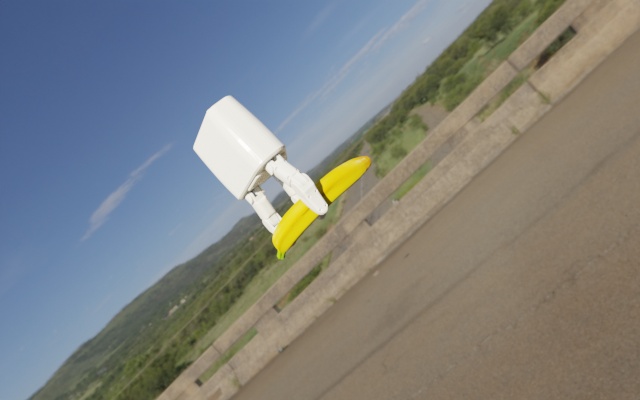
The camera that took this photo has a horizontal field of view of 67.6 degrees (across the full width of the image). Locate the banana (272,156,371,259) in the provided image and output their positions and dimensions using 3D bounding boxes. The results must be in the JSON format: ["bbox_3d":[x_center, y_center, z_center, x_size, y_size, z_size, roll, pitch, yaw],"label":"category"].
[{"bbox_3d":[-0.005,0.003,0.671,0.037,0.198,0.069,45,2,9],"label":"banana"}]
